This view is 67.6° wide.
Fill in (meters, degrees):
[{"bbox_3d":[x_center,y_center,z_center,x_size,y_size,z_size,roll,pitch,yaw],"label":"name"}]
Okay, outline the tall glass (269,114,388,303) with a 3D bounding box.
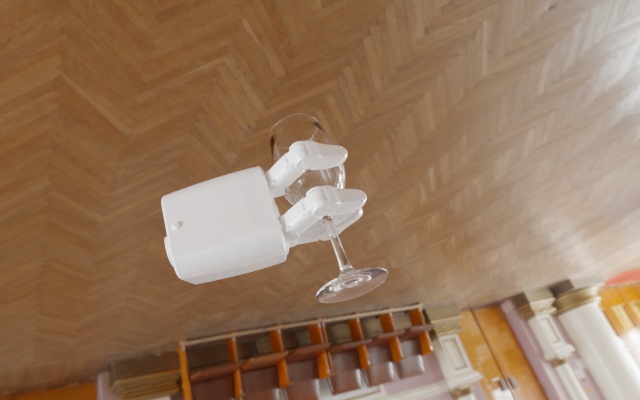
[{"bbox_3d":[0.000,0.002,0.510,0.079,0.201,0.079,-16,-28,-9],"label":"tall glass"}]
